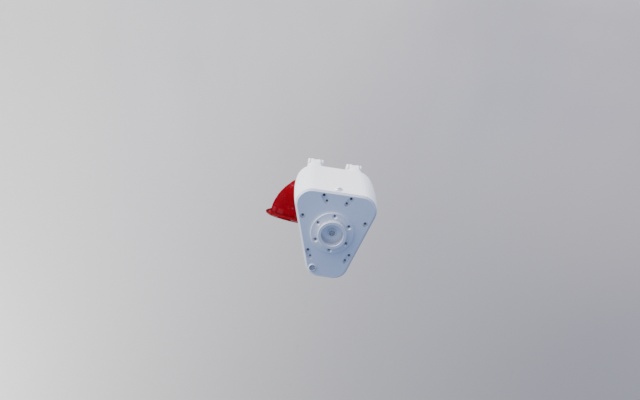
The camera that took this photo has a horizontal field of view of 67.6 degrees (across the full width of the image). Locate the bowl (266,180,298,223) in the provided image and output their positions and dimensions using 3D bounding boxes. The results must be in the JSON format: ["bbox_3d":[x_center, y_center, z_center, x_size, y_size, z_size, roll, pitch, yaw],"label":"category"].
[{"bbox_3d":[0.000,0.002,0.733,0.162,0.055,0.162,9,5,-1],"label":"bowl"}]
